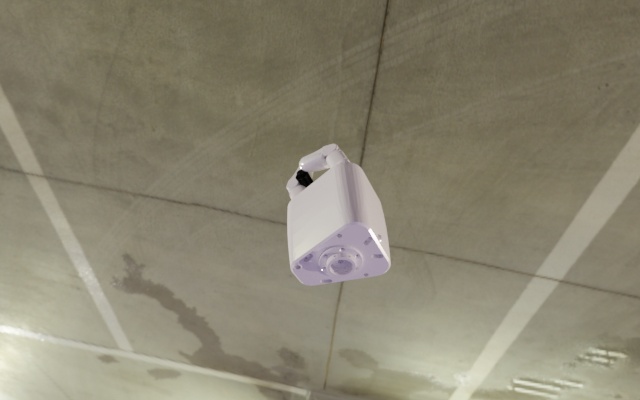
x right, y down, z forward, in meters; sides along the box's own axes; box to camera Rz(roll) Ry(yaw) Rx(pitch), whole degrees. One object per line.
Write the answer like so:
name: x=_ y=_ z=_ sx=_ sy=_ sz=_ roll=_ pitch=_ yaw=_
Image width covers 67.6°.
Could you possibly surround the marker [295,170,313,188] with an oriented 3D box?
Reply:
marker: x=0.000 y=0.002 z=0.668 sx=0.020 sy=0.020 sz=0.121 roll=0 pitch=-42 yaw=38
